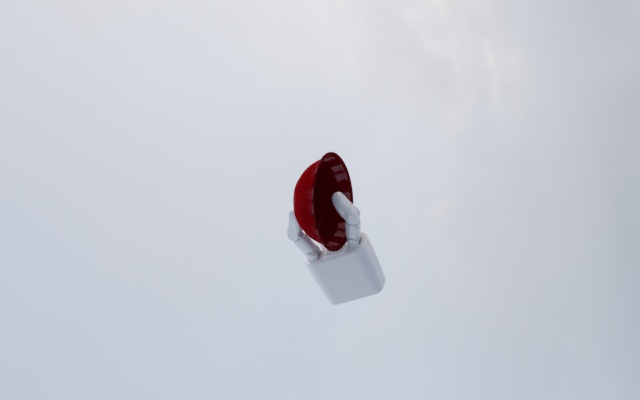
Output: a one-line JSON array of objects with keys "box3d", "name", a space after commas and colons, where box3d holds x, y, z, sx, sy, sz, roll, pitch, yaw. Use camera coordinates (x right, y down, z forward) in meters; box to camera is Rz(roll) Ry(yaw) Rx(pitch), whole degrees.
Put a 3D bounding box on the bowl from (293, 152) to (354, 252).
[{"box3d": [-0.001, 0.001, 0.783, 0.055, 0.162, 0.162, -1, -1, 26], "name": "bowl"}]
